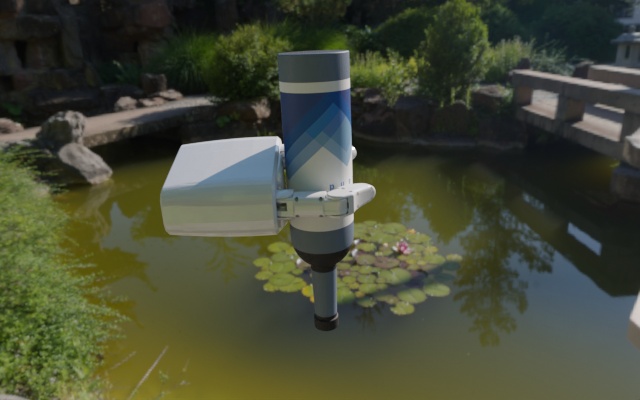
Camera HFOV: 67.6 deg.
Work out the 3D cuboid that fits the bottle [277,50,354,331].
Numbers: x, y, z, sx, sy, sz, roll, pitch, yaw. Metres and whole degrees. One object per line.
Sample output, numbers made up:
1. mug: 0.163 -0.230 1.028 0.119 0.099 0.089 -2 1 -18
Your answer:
1. bottle: 0.000 0.001 0.490 0.069 0.296 0.069 -3 20 1
